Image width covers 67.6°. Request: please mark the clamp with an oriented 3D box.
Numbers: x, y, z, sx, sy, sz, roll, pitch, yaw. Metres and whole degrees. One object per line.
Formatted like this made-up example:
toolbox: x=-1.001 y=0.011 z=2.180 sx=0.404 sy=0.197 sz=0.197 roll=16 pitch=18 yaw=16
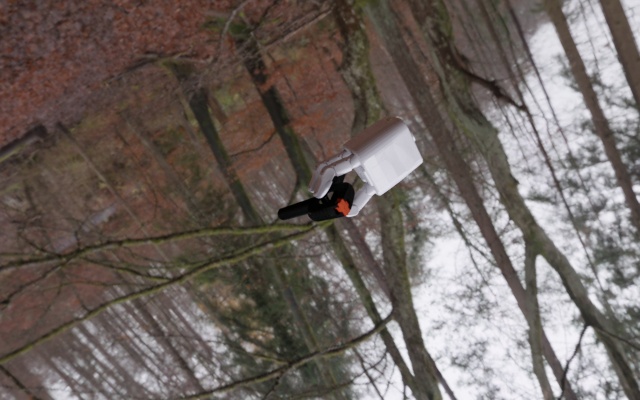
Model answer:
clamp: x=0.001 y=0.004 z=0.883 sx=0.164 sy=0.036 sz=0.210 roll=-36 pitch=17 yaw=-3
